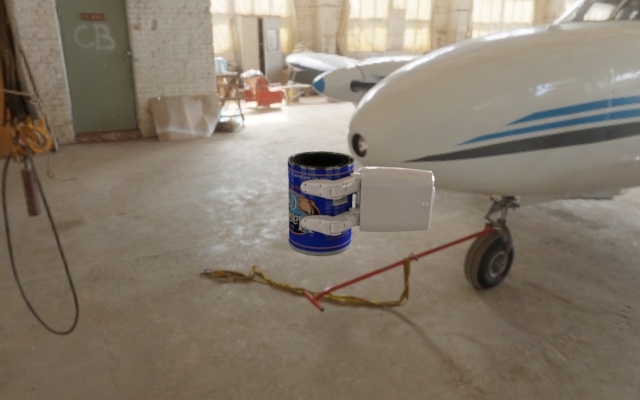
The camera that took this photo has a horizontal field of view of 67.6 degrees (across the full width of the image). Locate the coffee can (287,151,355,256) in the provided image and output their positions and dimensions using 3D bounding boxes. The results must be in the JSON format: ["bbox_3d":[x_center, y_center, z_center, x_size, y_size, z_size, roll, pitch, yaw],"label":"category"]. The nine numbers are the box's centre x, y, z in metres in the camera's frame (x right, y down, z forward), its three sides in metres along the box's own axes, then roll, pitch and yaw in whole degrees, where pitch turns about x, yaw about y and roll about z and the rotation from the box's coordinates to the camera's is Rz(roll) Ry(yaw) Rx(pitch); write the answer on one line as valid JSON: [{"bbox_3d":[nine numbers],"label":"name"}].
[{"bbox_3d":[0.000,0.003,0.749,0.103,0.140,0.102,1,19,0],"label":"coffee can"}]
